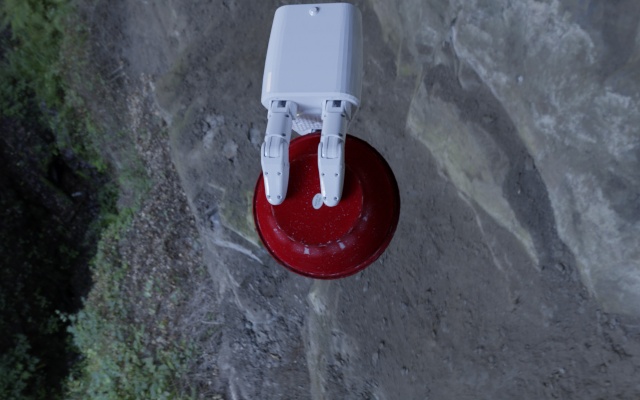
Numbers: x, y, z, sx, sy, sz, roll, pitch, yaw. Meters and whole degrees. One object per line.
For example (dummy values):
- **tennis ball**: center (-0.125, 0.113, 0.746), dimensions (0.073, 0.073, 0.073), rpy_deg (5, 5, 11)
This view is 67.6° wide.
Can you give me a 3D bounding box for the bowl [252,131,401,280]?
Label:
- **bowl**: center (0.000, 0.003, 0.489), dimensions (0.162, 0.162, 0.055), rpy_deg (0, -5, 10)
